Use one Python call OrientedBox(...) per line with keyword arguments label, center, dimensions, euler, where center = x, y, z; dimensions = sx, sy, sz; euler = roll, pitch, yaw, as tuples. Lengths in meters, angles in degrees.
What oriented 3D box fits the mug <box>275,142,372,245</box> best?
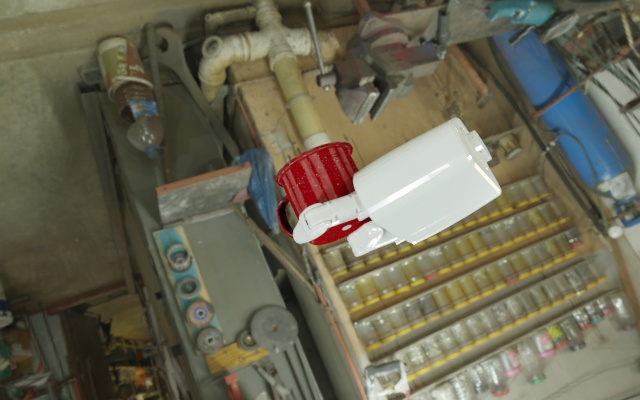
OrientedBox(label="mug", center=(-0.001, 0.003, 0.518), dimensions=(0.117, 0.081, 0.093), euler=(-33, -18, 25))
